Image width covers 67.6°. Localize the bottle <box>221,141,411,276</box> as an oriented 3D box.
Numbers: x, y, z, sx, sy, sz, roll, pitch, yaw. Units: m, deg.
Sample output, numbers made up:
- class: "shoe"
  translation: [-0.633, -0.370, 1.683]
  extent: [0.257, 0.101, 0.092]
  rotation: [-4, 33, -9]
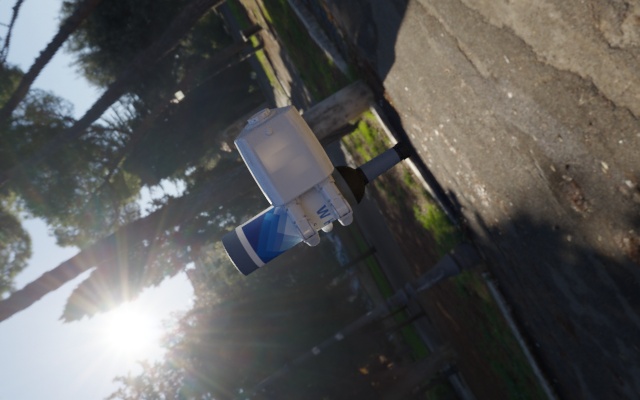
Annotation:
- class: "bottle"
  translation: [0.000, 0.002, 0.691]
  extent: [0.295, 0.069, 0.069]
  rotation: [-32, 1, -2]
